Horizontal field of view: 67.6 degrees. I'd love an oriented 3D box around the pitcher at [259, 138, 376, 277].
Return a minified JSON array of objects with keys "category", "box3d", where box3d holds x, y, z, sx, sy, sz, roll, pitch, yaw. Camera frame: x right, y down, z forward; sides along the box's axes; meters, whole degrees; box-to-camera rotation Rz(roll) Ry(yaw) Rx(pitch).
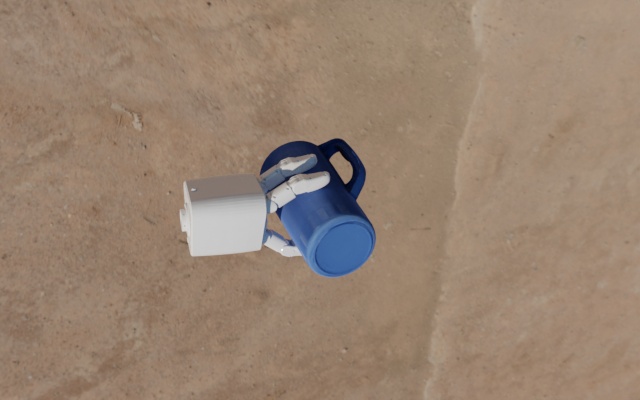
[{"category":"pitcher","box3d":[0.000,0.003,0.763,0.145,0.149,0.242,-4,31,-20]}]
